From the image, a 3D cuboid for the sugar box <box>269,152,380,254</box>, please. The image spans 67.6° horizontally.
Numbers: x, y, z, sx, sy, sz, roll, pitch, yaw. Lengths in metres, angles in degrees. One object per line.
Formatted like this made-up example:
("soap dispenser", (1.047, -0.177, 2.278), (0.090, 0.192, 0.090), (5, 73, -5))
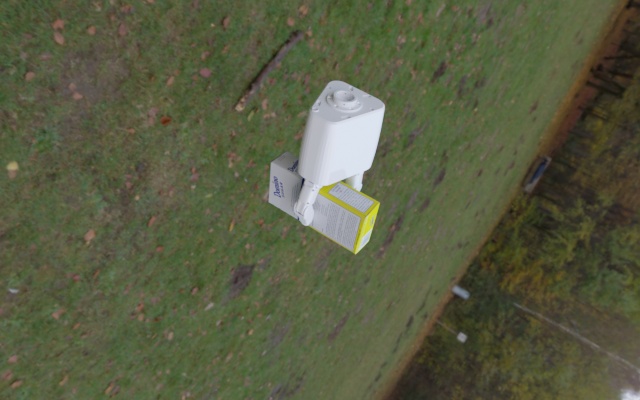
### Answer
("sugar box", (0.001, 0.002, 0.747), (0.176, 0.093, 0.048), (33, 49, 21))
